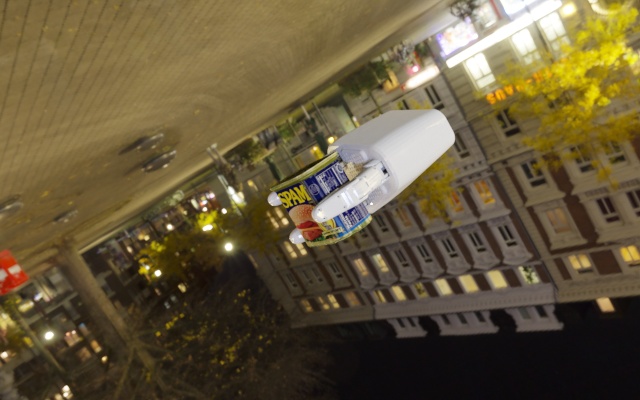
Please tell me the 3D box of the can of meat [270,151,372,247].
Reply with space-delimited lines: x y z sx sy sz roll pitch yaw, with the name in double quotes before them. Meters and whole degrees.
"can of meat" 0.000 0.002 0.537 0.057 0.084 0.102 -35 9 -28
